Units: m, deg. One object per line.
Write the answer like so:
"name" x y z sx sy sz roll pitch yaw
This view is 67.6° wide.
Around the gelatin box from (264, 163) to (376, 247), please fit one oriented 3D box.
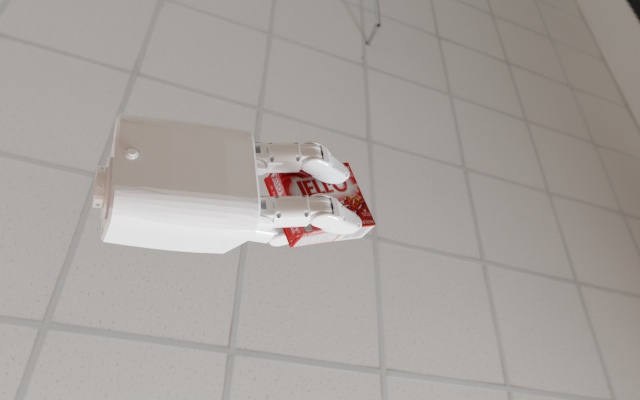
"gelatin box" 0.000 0.002 0.449 0.089 0.073 0.030 -4 -29 -37
